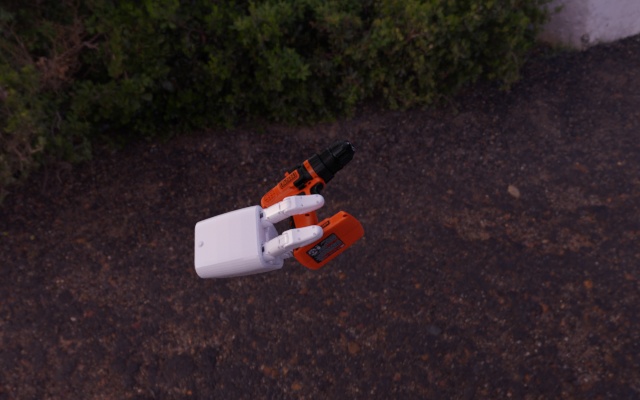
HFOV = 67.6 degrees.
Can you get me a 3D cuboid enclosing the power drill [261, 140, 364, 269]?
[{"bbox_3d":[0.000,0.003,0.748,0.057,0.184,0.187,44,12,-37],"label":"power drill"}]
